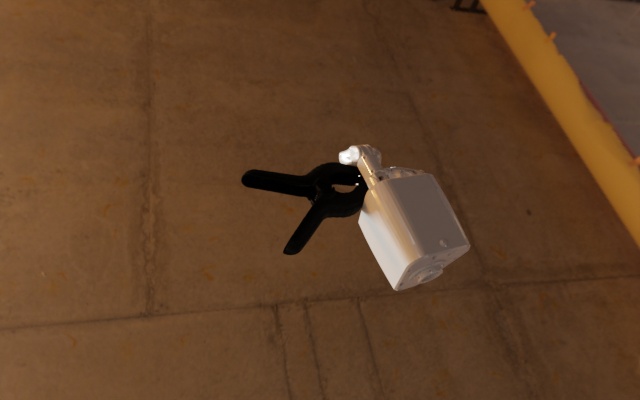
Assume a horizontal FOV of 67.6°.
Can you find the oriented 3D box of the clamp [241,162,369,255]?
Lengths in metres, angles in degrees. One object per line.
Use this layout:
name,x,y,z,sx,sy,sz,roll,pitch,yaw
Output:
clamp,0.000,0.002,0.585,0.171,0.120,0.039,-11,-26,-24
